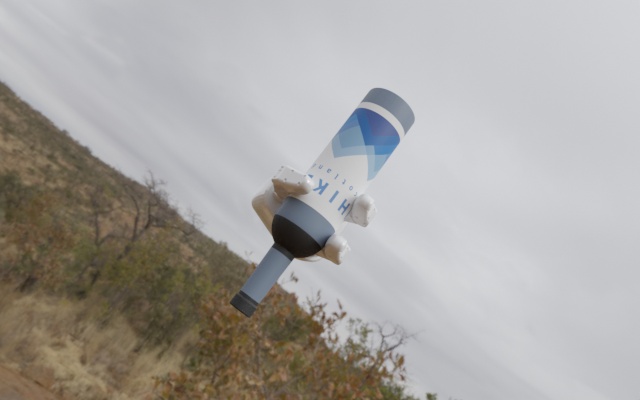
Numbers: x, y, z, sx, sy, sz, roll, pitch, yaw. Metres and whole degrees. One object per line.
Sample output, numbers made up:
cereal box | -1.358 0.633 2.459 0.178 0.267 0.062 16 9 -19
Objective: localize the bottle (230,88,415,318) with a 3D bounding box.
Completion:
bottle | 0.000 0.002 0.539 0.069 0.295 0.069 34 -15 10
